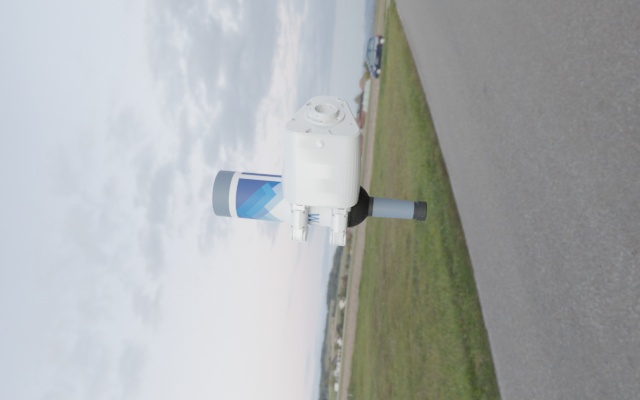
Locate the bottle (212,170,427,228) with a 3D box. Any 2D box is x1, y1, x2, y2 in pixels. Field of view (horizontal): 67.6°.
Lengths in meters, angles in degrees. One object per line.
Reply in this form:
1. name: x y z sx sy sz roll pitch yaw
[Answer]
1. bottle: 0.000 0.002 0.676 0.296 0.069 0.069 5 0 5
